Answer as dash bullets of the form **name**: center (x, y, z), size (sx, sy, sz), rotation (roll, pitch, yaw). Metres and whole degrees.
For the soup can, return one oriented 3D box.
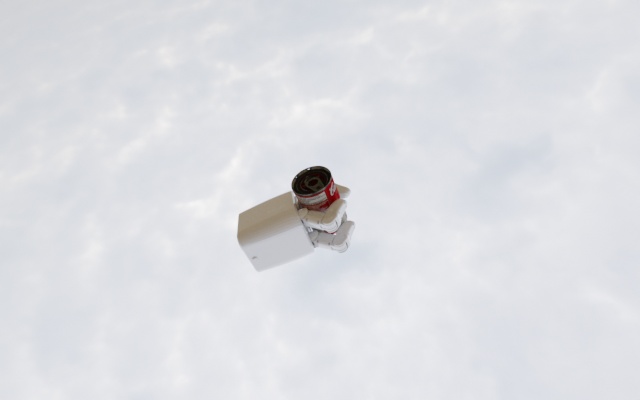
- **soup can**: center (0.001, 0.003, 0.790), size (0.068, 0.068, 0.102), rotation (0, -44, 25)
